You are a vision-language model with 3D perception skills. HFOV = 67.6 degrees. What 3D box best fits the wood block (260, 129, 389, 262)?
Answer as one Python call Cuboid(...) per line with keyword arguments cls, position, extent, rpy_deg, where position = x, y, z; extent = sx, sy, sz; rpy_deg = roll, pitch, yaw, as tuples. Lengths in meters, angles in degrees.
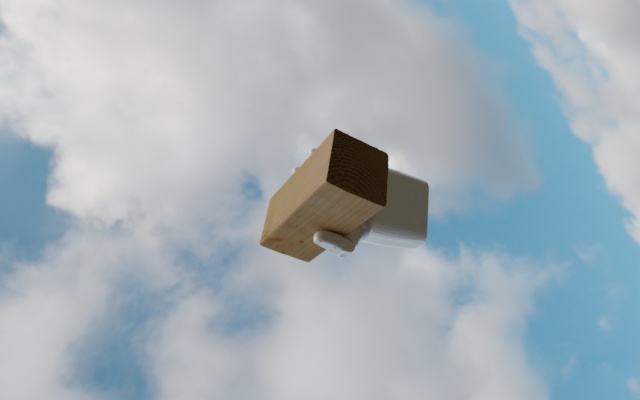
Cuboid(cls="wood block", position=(0.000, 0.003, 0.686), extent=(0.090, 0.090, 0.206), rpy_deg=(23, -37, -20))
